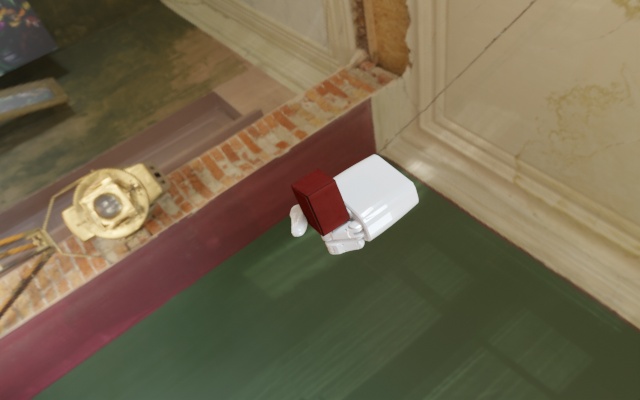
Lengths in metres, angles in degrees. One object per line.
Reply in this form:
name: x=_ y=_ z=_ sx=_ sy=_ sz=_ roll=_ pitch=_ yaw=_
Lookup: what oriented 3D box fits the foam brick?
foam brick: x=0.000 y=0.002 z=0.706 sx=0.051 sy=0.078 sz=0.053 roll=-33 pitch=36 yaw=-14
